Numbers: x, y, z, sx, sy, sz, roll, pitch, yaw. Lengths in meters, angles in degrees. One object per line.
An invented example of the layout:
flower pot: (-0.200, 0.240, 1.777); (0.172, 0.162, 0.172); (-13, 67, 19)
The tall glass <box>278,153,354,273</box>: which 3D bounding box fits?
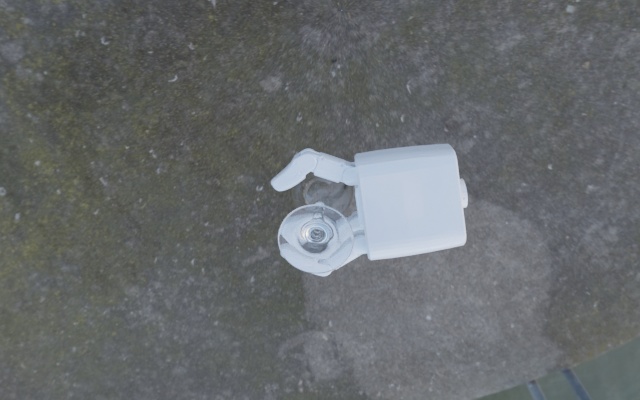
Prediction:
tall glass: (0.000, 0.002, 0.553); (0.079, 0.079, 0.201); (0, 22, 2)
